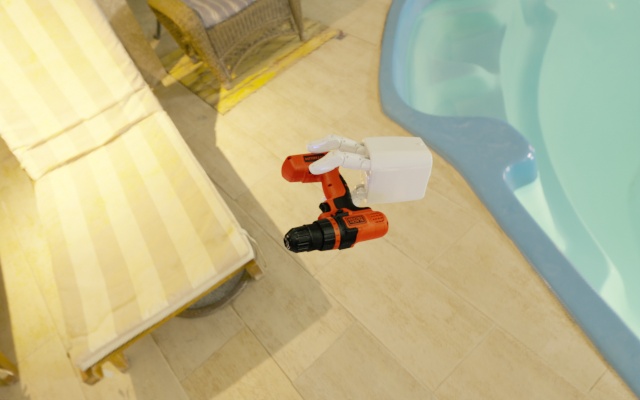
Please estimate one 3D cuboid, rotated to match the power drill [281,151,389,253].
[{"bbox_3d":[0.000,0.002,0.802,0.184,0.187,0.057,-7,-38,-28],"label":"power drill"}]
